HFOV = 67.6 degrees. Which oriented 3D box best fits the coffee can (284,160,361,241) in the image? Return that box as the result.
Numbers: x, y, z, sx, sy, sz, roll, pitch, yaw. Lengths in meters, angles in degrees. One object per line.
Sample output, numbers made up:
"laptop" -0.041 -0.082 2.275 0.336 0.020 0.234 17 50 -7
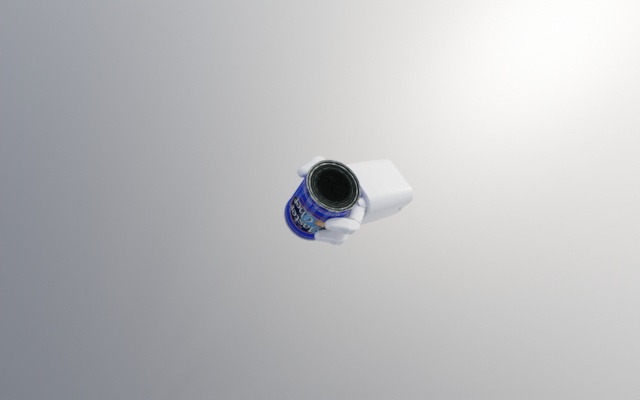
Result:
"coffee can" 0.000 0.003 0.886 0.103 0.102 0.140 0 -25 -22
